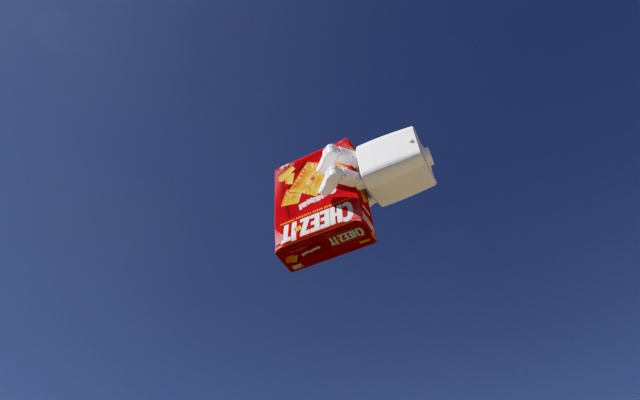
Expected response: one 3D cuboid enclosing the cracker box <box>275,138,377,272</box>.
[{"bbox_3d":[0.000,0.003,0.862,0.164,0.213,0.072,-22,-47,16],"label":"cracker box"}]
